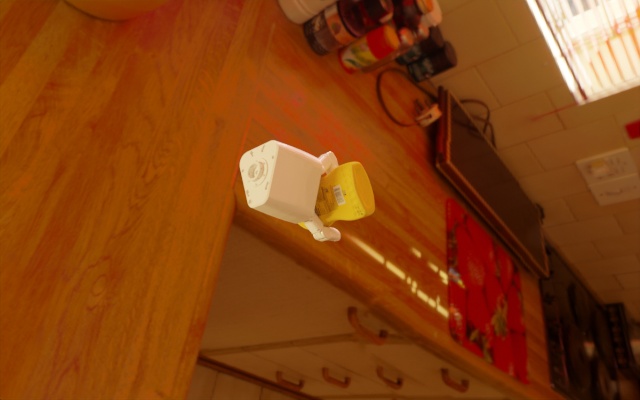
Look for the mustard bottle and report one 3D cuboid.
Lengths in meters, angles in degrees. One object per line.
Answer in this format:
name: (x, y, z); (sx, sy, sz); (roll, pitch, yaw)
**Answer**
mustard bottle: (0.001, 0.003, 0.855); (0.191, 0.096, 0.058); (-19, -1, 37)
